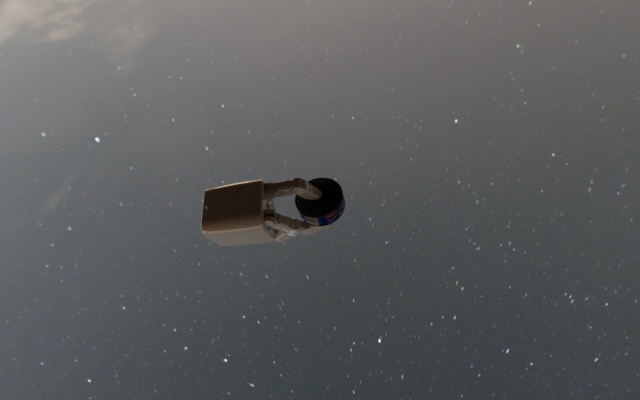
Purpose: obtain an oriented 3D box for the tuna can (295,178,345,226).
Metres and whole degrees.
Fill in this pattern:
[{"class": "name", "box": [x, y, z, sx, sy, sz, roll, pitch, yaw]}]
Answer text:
[{"class": "tuna can", "box": [0.000, 0.003, 0.845, 0.086, 0.086, 0.034, 0, -35, 15]}]
